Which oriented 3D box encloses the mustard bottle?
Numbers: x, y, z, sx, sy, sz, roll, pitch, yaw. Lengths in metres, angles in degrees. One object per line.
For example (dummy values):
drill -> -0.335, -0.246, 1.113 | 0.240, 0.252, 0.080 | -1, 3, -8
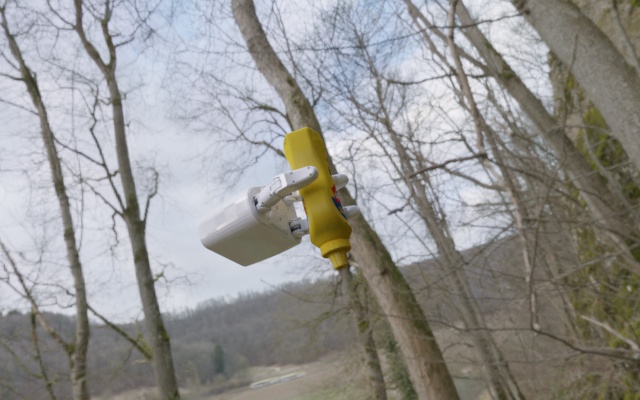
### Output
mustard bottle -> 0.000, 0.002, 0.652 | 0.058, 0.191, 0.096 | -18, -22, 2
